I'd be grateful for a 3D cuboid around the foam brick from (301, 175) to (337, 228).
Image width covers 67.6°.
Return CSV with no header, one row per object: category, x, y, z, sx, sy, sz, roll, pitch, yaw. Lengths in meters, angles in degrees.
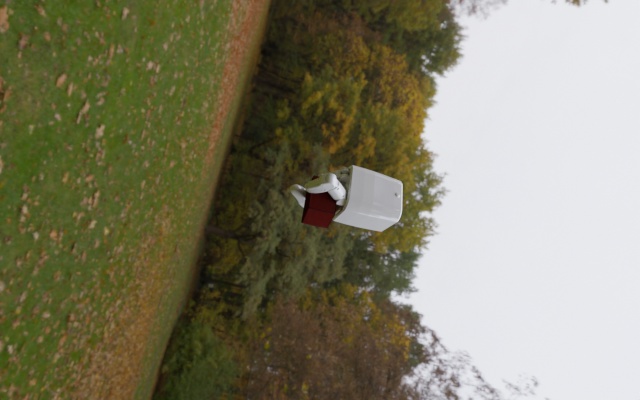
foam brick,0.000,0.003,0.879,0.051,0.078,0.053,16,-36,-10
